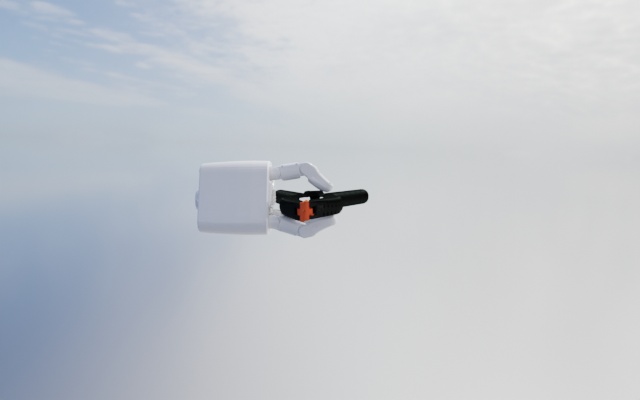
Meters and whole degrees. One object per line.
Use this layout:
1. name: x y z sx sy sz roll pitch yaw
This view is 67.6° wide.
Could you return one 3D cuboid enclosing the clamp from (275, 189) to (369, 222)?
1. clamp: 0.000 0.002 0.740 0.164 0.036 0.210 -2 6 0
